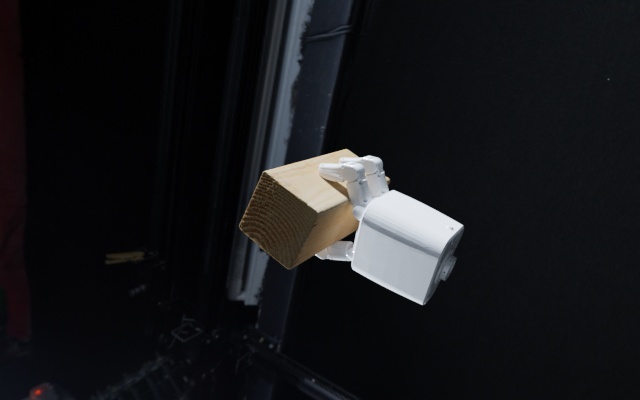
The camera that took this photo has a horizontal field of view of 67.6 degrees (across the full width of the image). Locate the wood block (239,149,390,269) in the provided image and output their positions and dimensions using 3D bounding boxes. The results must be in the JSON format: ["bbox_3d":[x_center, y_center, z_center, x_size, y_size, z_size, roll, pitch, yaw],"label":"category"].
[{"bbox_3d":[0.000,0.003,0.647,0.090,0.091,0.206,37,28,19],"label":"wood block"}]
